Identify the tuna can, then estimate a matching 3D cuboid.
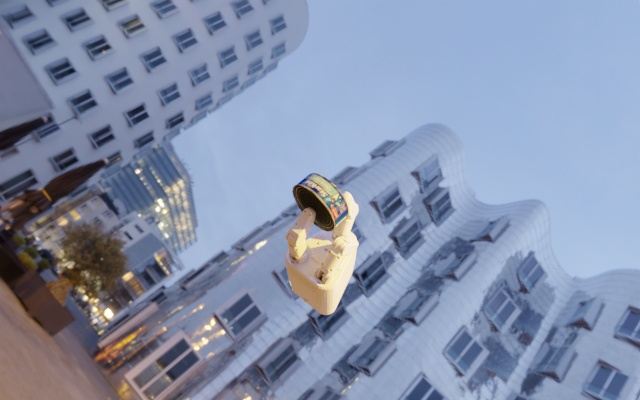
[{"bbox_3d":[0.001,0.002,0.699,0.033,0.086,0.086,-41,18,-23],"label":"tuna can"}]
